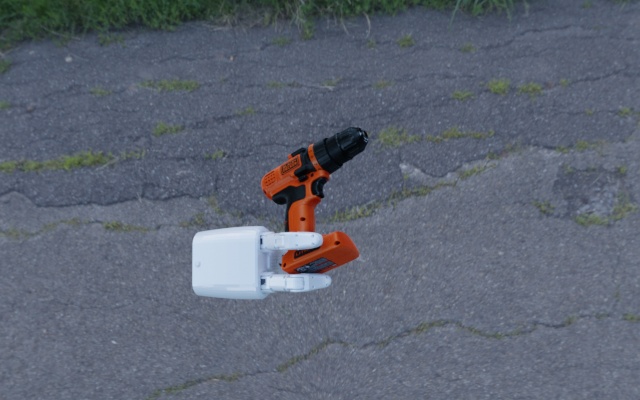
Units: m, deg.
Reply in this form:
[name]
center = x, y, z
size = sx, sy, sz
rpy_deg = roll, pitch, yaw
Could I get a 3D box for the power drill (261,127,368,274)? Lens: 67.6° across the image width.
[power drill]
center = 0.000, 0.003, 0.670
size = 0.184, 0.187, 0.057
rpy_deg = -29, -38, 27
